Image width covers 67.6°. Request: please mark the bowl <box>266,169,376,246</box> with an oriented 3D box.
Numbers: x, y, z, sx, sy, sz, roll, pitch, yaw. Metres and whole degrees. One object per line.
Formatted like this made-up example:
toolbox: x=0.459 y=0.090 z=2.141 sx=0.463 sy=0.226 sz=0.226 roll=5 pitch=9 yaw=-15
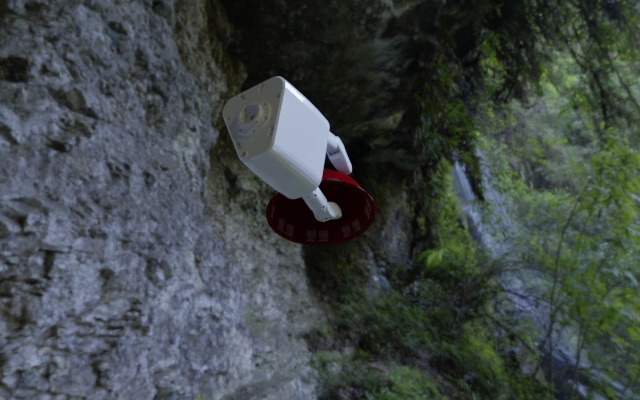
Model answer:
bowl: x=0.000 y=0.003 z=0.716 sx=0.162 sy=0.055 sz=0.162 roll=-1 pitch=-39 yaw=-1
